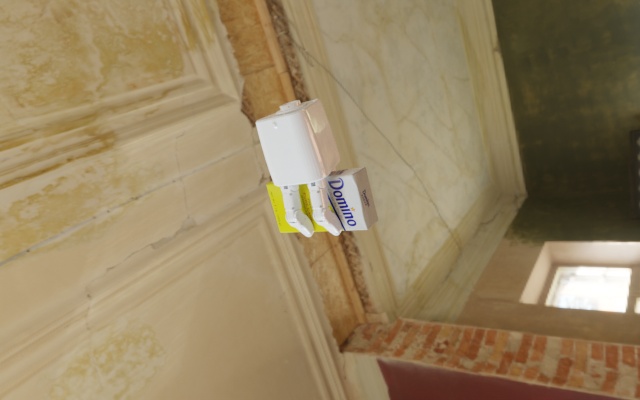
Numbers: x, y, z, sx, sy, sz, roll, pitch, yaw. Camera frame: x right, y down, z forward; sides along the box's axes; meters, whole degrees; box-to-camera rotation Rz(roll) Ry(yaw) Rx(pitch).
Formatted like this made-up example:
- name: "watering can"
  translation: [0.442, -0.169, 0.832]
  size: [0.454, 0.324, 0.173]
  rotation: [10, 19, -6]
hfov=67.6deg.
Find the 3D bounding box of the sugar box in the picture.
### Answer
- name: "sugar box"
  translation: [0.000, 0.003, 0.780]
  size: [0.176, 0.093, 0.048]
  rotation: [-5, 18, 38]
